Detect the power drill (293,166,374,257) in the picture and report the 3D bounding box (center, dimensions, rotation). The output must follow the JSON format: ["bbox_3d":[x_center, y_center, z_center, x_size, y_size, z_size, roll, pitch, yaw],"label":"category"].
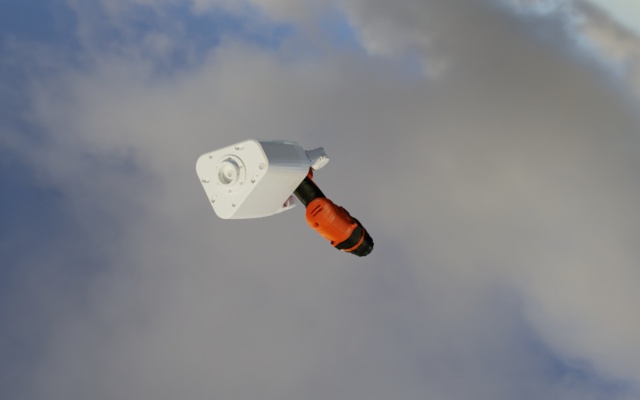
[{"bbox_3d":[0.000,0.002,0.752,0.187,0.057,0.184,48,3,34],"label":"power drill"}]
